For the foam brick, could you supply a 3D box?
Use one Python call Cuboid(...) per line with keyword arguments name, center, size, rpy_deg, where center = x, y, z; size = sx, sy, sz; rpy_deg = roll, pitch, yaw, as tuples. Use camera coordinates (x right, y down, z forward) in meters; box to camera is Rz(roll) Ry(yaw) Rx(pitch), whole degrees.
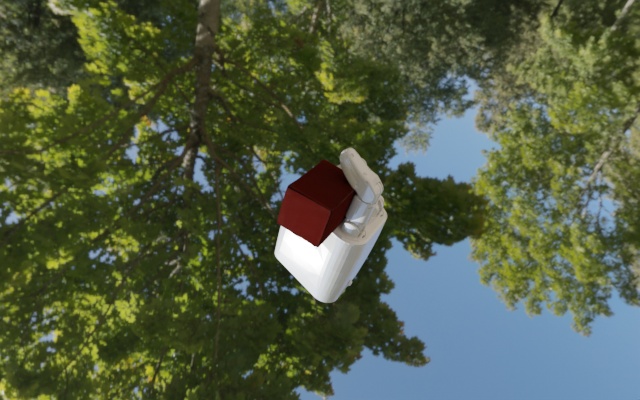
Cuboid(name="foam brick", center=(0.000, 0.002, 0.498), size=(0.053, 0.051, 0.078), rpy_deg=(31, 36, 14))
